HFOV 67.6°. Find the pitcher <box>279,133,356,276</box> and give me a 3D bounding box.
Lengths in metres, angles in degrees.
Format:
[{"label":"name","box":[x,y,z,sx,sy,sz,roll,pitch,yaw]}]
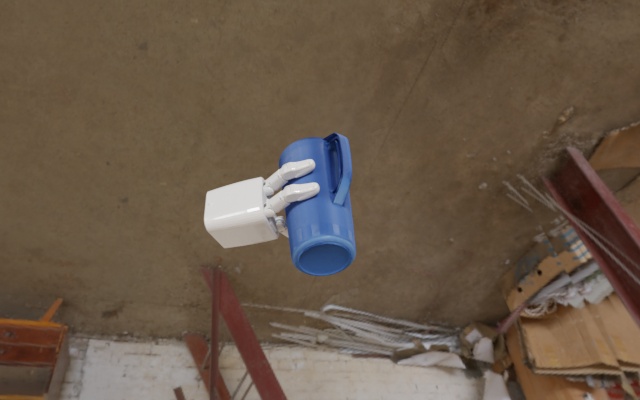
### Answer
[{"label":"pitcher","box":[0.000,0.003,0.854,0.145,0.242,0.149,-13,-43,5]}]
